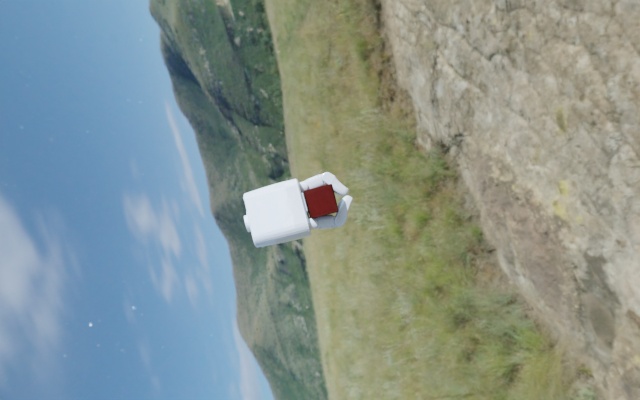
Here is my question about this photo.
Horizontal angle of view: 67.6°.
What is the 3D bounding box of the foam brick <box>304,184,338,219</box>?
[{"bbox_3d":[0.000,0.003,0.878,0.051,0.053,0.078,-14,-2,-3],"label":"foam brick"}]
